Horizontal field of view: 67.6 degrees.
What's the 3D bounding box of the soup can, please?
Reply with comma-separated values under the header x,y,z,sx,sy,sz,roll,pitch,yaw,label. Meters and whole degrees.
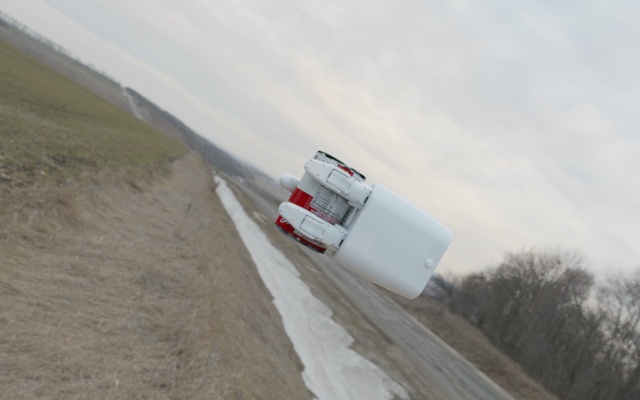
x,y,z,sx,sy,sz,roll,pitch,yaw,label
0.000,0.001,0.555,0.068,0.102,0.068,30,0,0,soup can
